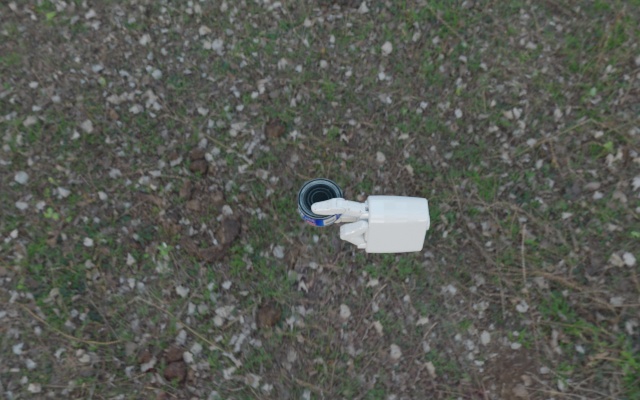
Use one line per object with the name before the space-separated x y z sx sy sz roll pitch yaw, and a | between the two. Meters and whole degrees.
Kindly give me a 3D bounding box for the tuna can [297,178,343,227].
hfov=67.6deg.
tuna can | 0.000 0.003 0.880 0.086 0.086 0.034 0 -26 4
